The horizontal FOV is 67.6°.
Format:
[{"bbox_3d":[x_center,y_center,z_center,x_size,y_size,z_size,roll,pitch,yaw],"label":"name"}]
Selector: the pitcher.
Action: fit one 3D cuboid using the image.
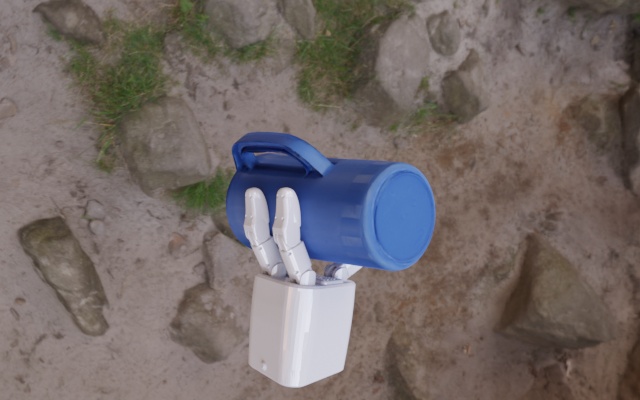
[{"bbox_3d":[0.000,0.002,0.549,0.149,0.145,0.243,8,-2,-40],"label":"pitcher"}]
